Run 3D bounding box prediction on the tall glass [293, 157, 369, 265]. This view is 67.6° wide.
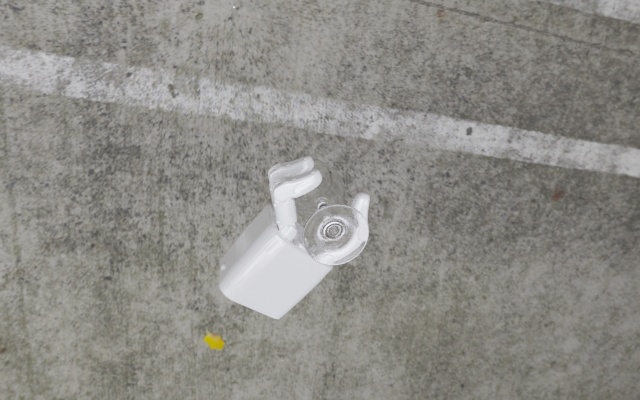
[{"bbox_3d":[0.000,0.002,0.610,0.079,0.079,0.201,0,22,-10],"label":"tall glass"}]
